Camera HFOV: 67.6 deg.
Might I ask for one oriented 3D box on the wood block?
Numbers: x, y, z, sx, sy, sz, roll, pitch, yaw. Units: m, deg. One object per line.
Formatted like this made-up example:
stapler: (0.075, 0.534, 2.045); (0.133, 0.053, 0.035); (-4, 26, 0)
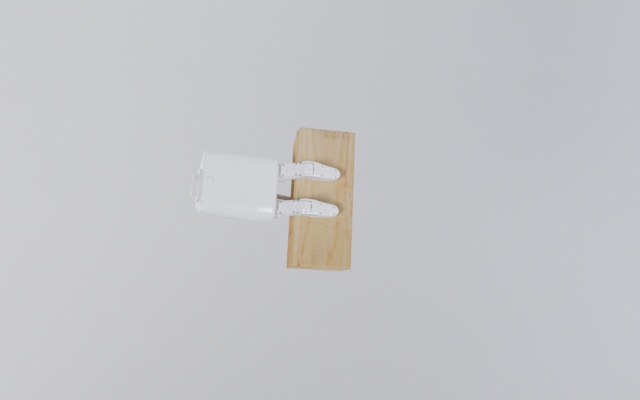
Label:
wood block: (0.000, 0.003, 0.741); (0.090, 0.206, 0.091); (4, -11, -8)
